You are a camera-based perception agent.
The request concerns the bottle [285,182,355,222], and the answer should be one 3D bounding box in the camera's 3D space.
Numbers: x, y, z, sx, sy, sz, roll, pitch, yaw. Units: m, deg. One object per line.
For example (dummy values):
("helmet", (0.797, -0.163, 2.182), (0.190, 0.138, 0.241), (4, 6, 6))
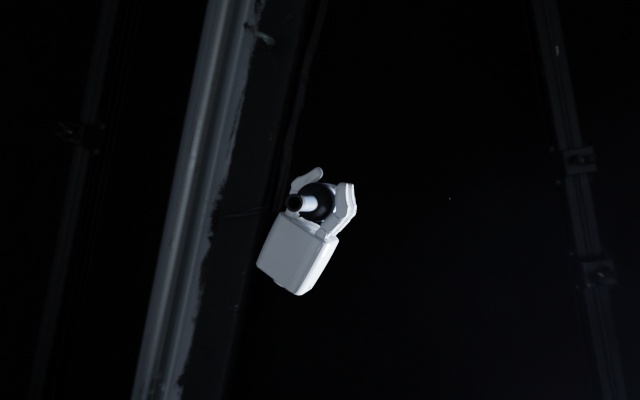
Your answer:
("bottle", (0.000, 0.003, 0.832), (0.069, 0.069, 0.296), (0, 0, 15))
